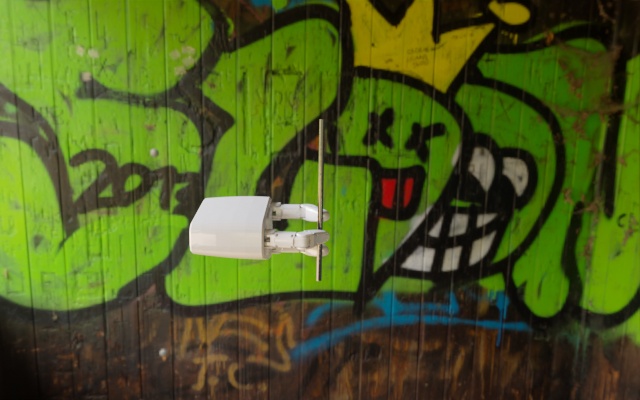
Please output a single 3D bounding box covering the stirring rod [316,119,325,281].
[{"bbox_3d":[0.000,0.002,0.705,0.011,0.239,0.011,1,9,0],"label":"stirring rod"}]
